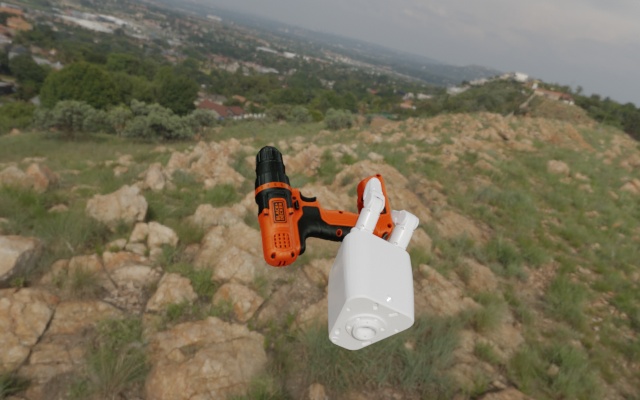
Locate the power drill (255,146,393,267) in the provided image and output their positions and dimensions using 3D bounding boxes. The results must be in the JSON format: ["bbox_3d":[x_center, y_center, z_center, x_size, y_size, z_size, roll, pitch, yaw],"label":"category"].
[{"bbox_3d":[0.001,0.002,0.685,0.187,0.184,0.057,-2,-26,-14],"label":"power drill"}]
